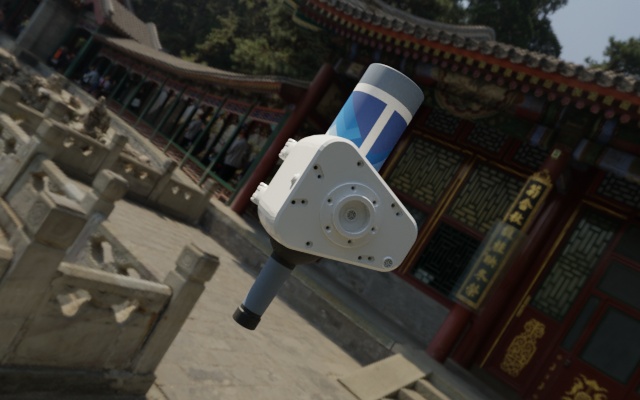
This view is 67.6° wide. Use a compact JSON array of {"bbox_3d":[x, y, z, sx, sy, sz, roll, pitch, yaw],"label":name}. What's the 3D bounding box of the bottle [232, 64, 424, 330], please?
[{"bbox_3d":[0.000,0.001,0.493,0.069,0.295,0.069,33,-1,1],"label":"bottle"}]
